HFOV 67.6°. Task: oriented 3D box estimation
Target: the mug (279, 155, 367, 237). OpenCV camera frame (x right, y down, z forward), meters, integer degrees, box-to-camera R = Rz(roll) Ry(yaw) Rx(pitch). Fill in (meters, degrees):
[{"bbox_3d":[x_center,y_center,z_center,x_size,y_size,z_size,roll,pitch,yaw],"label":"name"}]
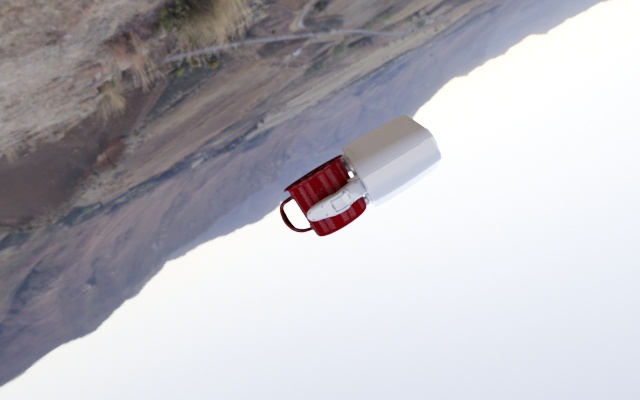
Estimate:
[{"bbox_3d":[-0.001,0.003,0.652,0.117,0.081,0.093,-31,7,5],"label":"mug"}]
